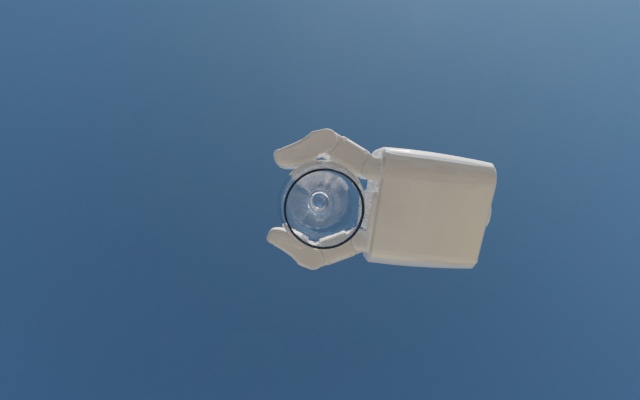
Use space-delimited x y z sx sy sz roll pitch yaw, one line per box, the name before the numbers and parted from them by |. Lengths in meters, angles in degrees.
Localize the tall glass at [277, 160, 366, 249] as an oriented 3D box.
tall glass | 0.000 0.002 0.460 0.079 0.079 0.201 0 3 -1
